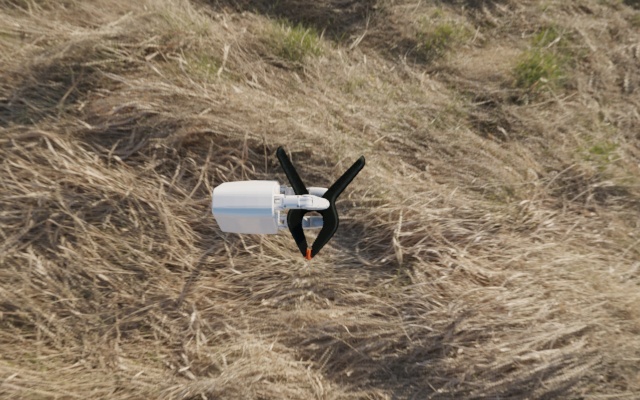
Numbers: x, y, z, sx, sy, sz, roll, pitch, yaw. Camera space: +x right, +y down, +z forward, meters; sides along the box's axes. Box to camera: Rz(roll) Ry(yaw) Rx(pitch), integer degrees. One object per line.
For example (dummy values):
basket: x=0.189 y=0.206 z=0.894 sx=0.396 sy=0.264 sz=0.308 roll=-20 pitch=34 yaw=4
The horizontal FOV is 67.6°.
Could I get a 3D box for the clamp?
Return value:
clamp: x=0.000 y=0.003 z=0.868 sx=0.164 sy=0.210 sz=0.036 roll=0 pitch=-8 yaw=2
